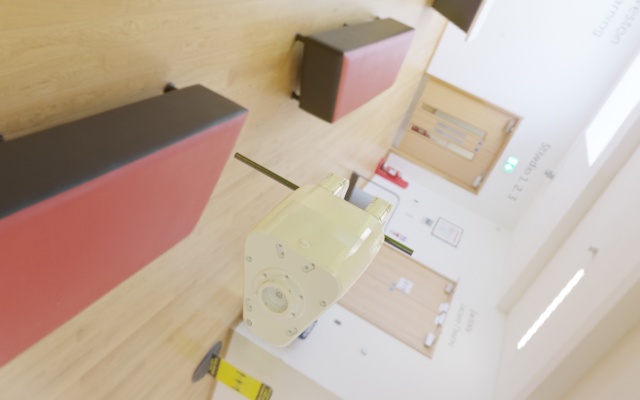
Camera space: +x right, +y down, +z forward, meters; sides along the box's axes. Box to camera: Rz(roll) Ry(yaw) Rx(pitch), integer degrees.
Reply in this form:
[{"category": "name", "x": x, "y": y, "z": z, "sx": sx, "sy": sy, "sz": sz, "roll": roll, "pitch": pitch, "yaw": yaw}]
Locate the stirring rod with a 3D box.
[{"category": "stirring rod", "x": 0.000, "y": 0.002, "z": 0.557, "sx": 0.239, "sy": 0.011, "sz": 0.011, "roll": 29, "pitch": 6, "yaw": 11}]
